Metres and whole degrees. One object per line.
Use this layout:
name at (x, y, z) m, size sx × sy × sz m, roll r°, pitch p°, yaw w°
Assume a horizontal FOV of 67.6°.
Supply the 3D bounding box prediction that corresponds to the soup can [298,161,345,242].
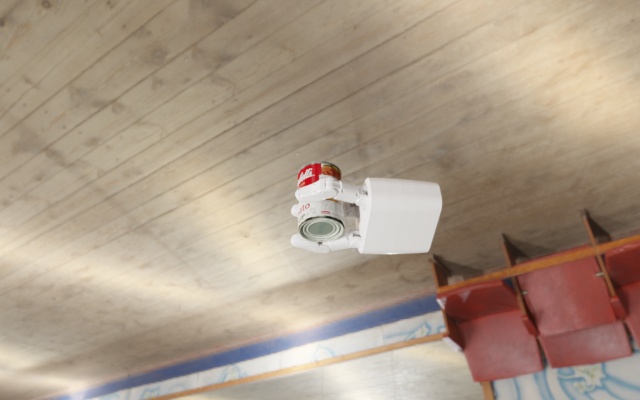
soup can at (0.000, 0.002, 0.704) m, size 0.068 × 0.102 × 0.069 m, roll -1°, pitch -36°, yaw -1°
